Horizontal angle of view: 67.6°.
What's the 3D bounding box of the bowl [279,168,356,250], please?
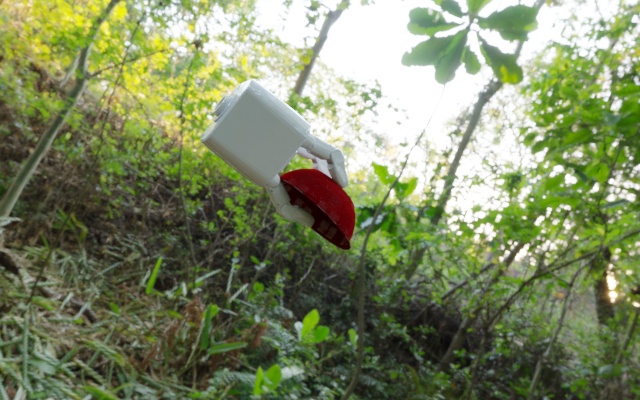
[{"bbox_3d":[0.001,0.003,0.731,0.162,0.055,0.162,40,-14,12],"label":"bowl"}]
